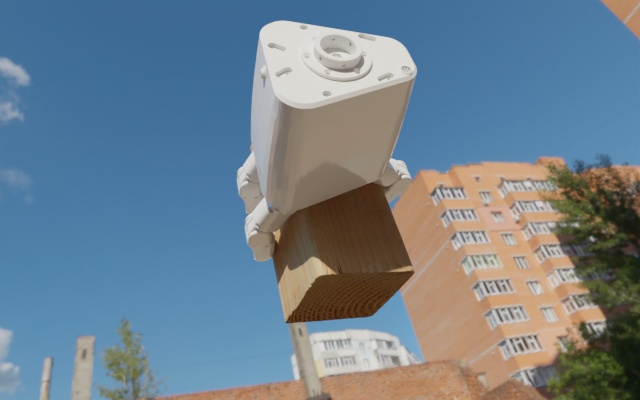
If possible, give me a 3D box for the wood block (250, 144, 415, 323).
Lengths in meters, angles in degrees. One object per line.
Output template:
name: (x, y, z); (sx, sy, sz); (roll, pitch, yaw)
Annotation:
wood block: (0.000, 0.001, 0.459); (0.091, 0.206, 0.090); (2, -38, -24)
